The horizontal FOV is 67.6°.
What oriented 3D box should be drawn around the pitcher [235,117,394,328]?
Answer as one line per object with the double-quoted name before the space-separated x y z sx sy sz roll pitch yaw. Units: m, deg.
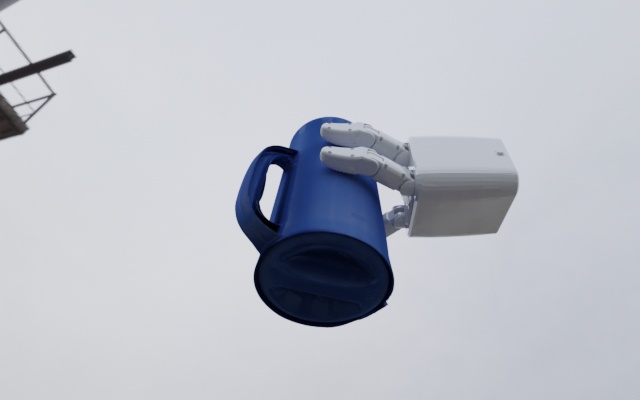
"pitcher" 0.000 0.002 0.533 0.145 0.149 0.242 -2 39 4
